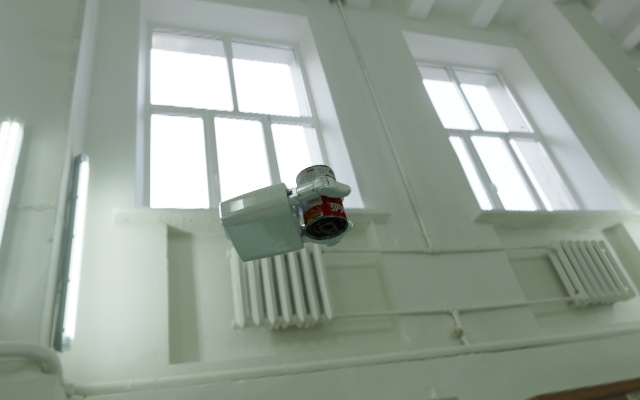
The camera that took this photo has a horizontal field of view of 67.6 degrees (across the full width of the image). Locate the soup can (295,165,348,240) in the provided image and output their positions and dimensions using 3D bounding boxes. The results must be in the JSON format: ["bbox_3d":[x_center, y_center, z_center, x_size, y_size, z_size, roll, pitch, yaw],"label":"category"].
[{"bbox_3d":[0.001,0.002,0.758,0.068,0.102,0.069,-9,-33,-6],"label":"soup can"}]
